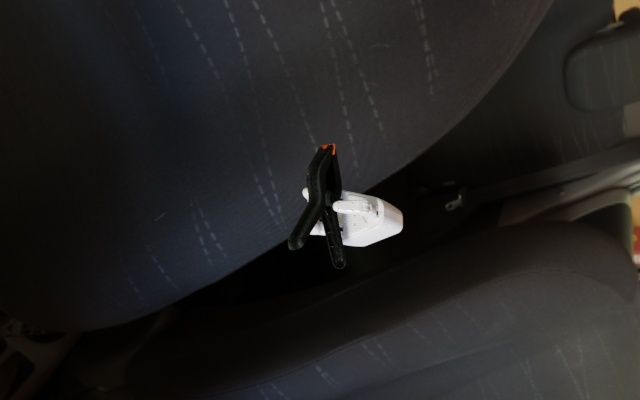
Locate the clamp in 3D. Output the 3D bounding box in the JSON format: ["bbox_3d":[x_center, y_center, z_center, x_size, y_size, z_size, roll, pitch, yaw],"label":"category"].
[{"bbox_3d":[0.001,0.002,0.787,0.036,0.210,0.164,-5,-13,28],"label":"clamp"}]
